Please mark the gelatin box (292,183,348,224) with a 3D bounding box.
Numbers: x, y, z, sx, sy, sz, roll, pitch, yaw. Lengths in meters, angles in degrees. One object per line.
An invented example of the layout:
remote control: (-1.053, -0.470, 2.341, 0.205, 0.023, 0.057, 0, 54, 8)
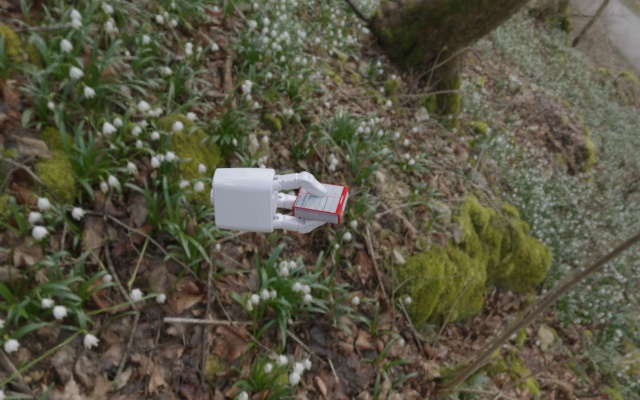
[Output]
gelatin box: (0.000, 0.003, 0.872, 0.089, 0.030, 0.073, 8, 45, 12)
